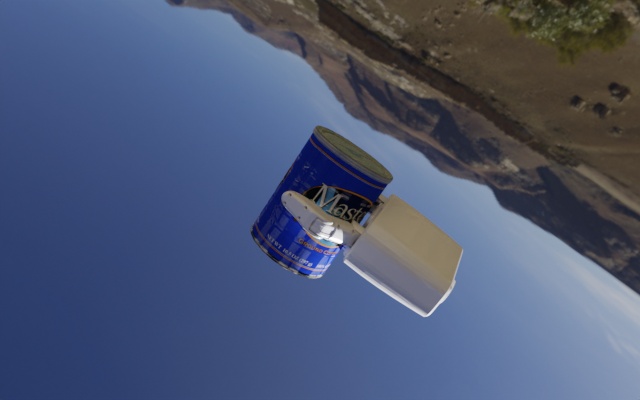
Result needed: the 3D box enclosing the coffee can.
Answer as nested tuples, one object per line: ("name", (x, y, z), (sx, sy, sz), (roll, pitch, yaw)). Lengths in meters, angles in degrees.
("coffee can", (0.000, 0.002, 0.542), (0.103, 0.140, 0.102), (32, 16, -10))
